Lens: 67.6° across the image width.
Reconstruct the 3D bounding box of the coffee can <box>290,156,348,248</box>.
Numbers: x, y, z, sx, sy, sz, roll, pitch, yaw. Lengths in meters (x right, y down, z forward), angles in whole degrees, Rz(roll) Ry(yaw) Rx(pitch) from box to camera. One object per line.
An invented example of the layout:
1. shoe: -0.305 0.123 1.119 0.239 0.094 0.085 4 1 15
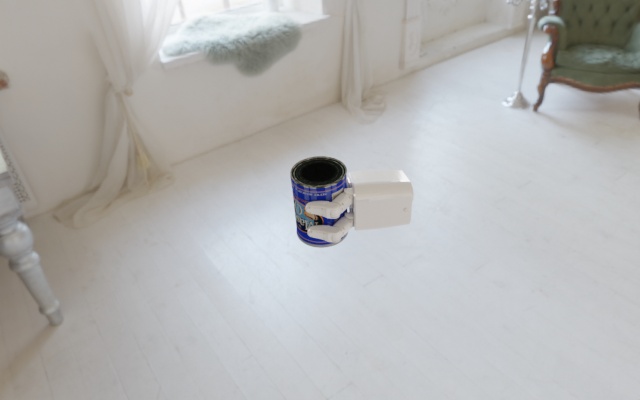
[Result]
1. coffee can: 0.000 0.003 0.896 0.103 0.140 0.102 -2 37 2
